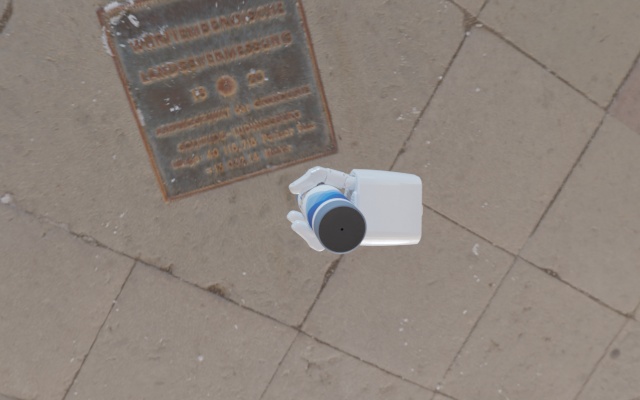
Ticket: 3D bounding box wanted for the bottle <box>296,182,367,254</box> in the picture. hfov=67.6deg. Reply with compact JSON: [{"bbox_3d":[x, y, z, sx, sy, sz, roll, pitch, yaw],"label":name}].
[{"bbox_3d":[0.000,0.003,0.751,0.069,0.069,0.295,0,14,-11],"label":"bottle"}]
